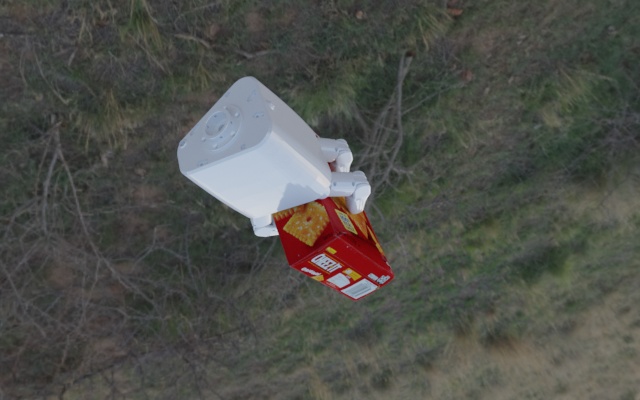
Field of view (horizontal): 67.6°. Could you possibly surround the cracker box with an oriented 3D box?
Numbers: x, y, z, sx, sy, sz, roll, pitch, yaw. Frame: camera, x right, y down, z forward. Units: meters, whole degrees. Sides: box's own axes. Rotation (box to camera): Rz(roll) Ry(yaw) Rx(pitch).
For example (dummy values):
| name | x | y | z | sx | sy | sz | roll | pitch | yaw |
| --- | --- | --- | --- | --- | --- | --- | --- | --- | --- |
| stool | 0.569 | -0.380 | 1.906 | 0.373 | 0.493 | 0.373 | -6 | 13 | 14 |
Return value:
| name | x | y | z | sx | sy | sz | roll | pitch | yaw |
| --- | --- | --- | --- | --- | --- | --- | --- | --- | --- |
| cracker box | 0.000 | 0.002 | 0.599 | 0.072 | 0.213 | 0.164 | -32 | -36 | 15 |
